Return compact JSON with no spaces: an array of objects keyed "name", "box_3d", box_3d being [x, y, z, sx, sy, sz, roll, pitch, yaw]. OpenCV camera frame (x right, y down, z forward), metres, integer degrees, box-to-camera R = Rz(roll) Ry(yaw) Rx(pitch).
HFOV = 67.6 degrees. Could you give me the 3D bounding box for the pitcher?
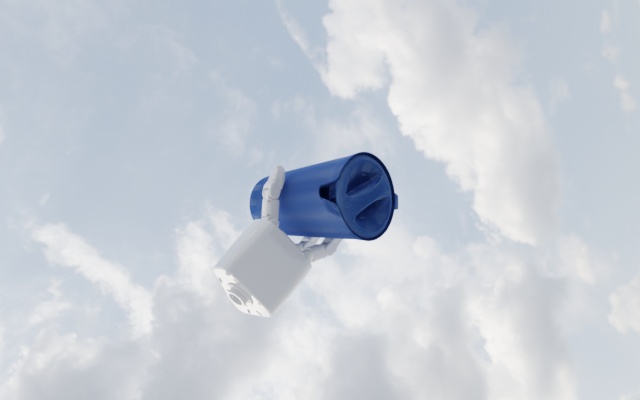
[{"name":"pitcher","box_3d":[0.000,0.003,0.799,0.243,0.149,0.145,-5,38,46]}]
